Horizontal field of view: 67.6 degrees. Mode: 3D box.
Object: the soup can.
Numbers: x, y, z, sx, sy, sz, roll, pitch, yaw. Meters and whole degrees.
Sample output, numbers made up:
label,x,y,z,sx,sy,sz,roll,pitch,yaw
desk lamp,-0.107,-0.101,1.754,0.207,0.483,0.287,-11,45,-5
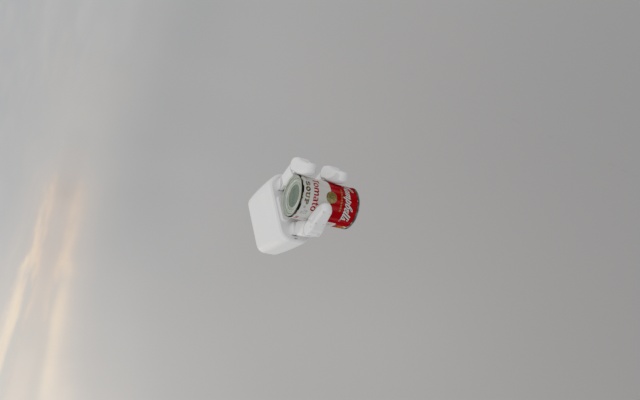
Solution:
label,x,y,z,sx,sy,sz,roll,pitch,yaw
soup can,0.000,0.002,0.738,0.102,0.068,0.068,13,-6,-28
